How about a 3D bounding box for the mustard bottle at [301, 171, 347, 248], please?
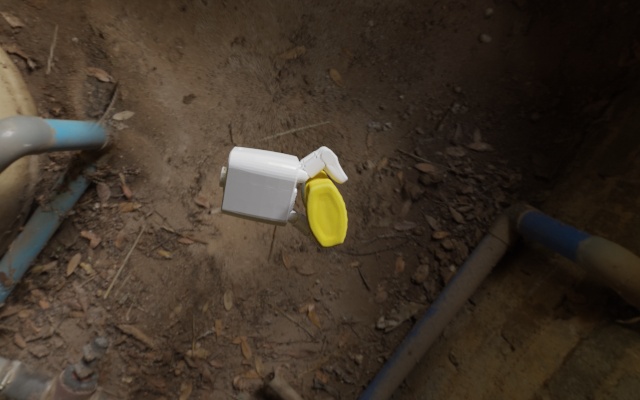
[{"bbox_3d":[0.000,0.003,0.761,0.058,0.096,0.191,-14,13,-2],"label":"mustard bottle"}]
